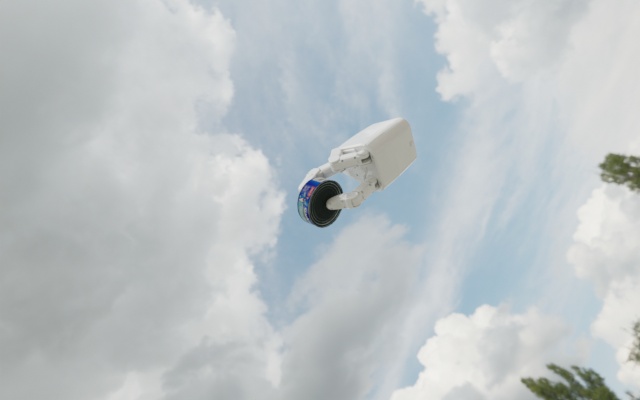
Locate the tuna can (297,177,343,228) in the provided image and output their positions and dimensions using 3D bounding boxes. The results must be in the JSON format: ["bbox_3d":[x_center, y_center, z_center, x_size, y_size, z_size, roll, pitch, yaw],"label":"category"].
[{"bbox_3d":[0.000,0.003,0.841,0.033,0.086,0.086,18,13,42],"label":"tuna can"}]
